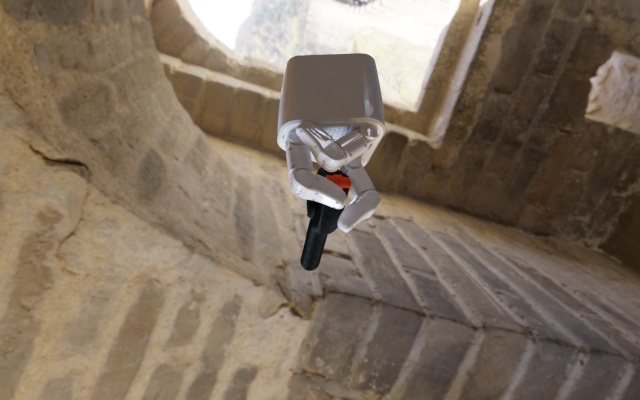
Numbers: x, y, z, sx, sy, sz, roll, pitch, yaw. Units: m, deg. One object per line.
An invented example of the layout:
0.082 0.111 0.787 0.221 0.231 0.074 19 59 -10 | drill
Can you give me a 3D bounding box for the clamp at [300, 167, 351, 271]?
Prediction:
0.000 0.002 0.586 0.039 0.120 0.172 0 -30 -17 | clamp
